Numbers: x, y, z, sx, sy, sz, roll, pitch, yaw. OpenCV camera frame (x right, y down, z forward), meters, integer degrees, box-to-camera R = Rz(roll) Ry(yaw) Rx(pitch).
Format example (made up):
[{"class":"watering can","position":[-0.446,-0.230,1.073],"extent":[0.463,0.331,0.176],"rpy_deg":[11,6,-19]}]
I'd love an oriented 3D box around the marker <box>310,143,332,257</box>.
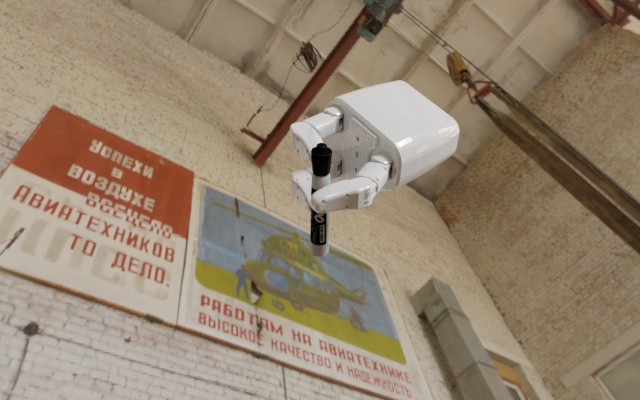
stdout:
[{"class":"marker","position":[0.000,0.001,0.448],"extent":[0.020,0.121,0.020],"rpy_deg":[1,34,-1]}]
